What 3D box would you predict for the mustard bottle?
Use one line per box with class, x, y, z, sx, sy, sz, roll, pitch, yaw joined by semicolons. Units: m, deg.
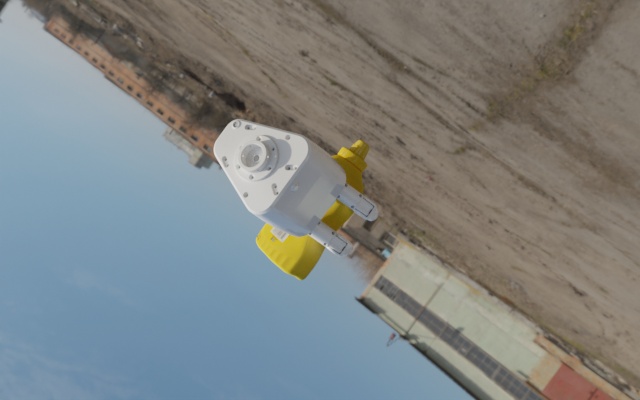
mustard bottle;0.000;0.002;0.622;0.058;0.191;0.096;36;1;-41
